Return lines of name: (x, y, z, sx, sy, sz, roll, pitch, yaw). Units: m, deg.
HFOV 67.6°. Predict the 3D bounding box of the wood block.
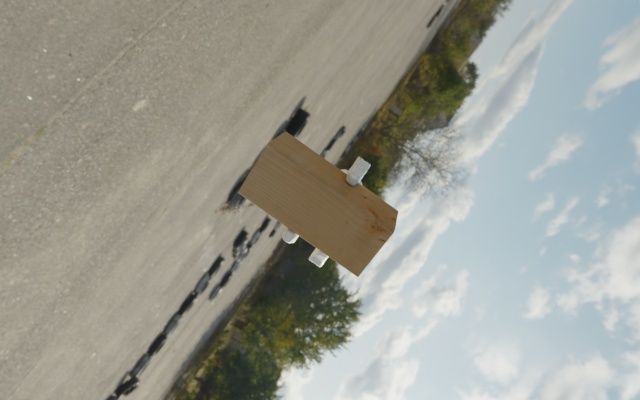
wood block: (0.000, 0.002, 0.688, 0.206, 0.091, 0.090, 35, 23, 0)
